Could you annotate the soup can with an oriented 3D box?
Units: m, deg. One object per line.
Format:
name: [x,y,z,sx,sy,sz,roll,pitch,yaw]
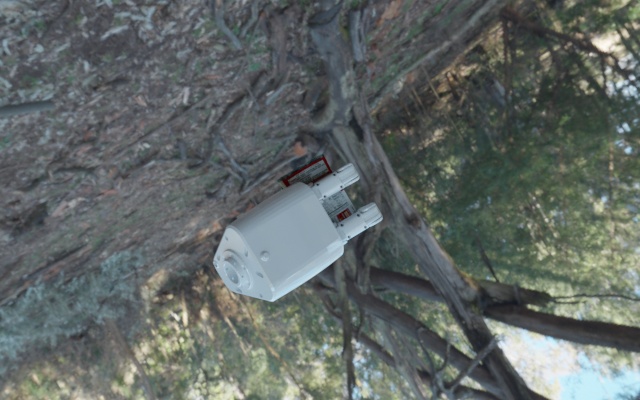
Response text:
soup can: [0.001,0.002,0.598,0.068,0.102,0.068,-30,2,1]
